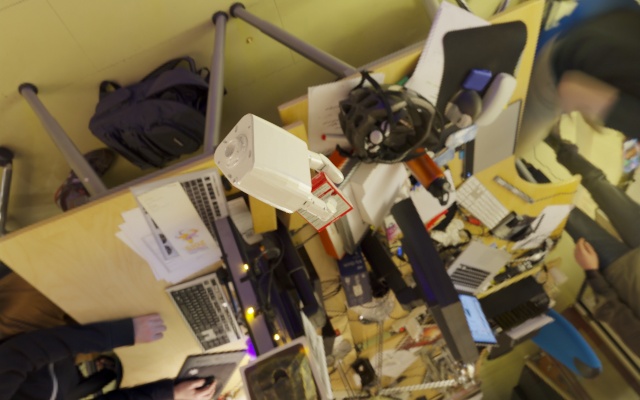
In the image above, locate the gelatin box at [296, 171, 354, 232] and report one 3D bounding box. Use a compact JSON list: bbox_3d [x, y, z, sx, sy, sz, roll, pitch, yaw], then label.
[{"bbox_3d":[0.000,0.003,0.783,0.073,0.030,0.089,-35,-48,12],"label":"gelatin box"}]
